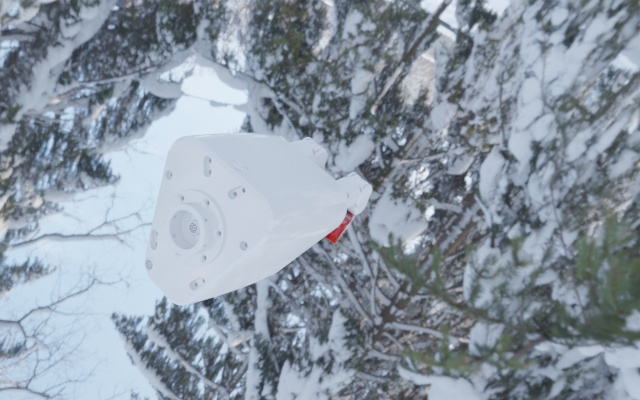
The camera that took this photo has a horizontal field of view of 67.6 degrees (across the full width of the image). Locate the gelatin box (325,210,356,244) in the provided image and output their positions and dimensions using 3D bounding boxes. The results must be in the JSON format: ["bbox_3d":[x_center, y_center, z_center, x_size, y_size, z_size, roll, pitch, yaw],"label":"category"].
[{"bbox_3d":[0.000,0.002,0.478,0.073,0.030,0.089,36,15,5],"label":"gelatin box"}]
